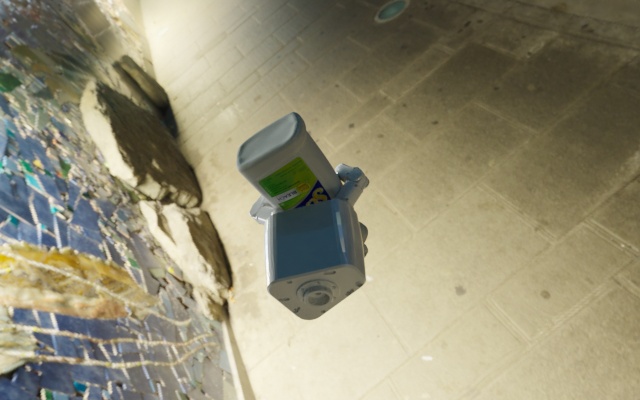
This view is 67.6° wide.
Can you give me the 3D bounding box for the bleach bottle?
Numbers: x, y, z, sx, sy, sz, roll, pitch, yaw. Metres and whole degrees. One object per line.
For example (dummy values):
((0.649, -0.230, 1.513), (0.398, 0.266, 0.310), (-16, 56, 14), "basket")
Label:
((0.000, 0.002, 0.650), (0.102, 0.068, 0.251), (-28, -51, 18), "bleach bottle")
